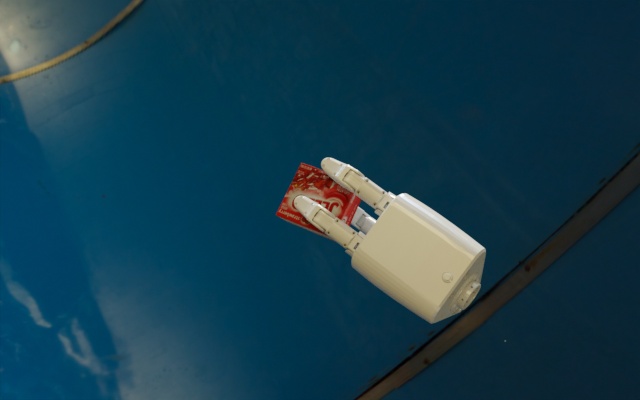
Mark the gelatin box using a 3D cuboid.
[{"bbox_3d":[0.000,0.002,0.573,0.089,0.073,0.030,20,-9,33],"label":"gelatin box"}]
